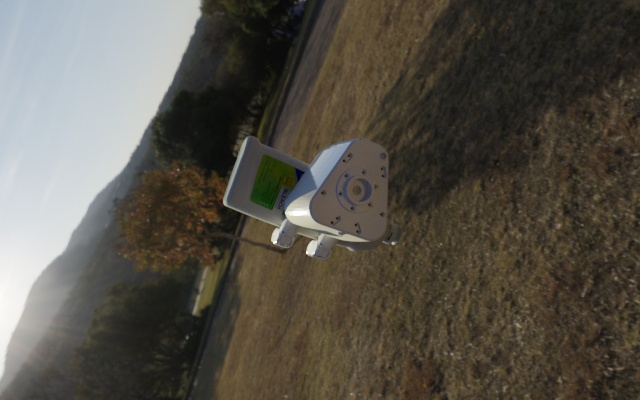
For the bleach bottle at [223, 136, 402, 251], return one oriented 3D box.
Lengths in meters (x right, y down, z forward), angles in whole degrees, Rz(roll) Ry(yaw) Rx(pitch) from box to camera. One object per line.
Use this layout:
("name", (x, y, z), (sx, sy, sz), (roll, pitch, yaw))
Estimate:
("bleach bottle", (0.000, 0.002, 0.663), (0.251, 0.102, 0.068), (20, -5, -16))
